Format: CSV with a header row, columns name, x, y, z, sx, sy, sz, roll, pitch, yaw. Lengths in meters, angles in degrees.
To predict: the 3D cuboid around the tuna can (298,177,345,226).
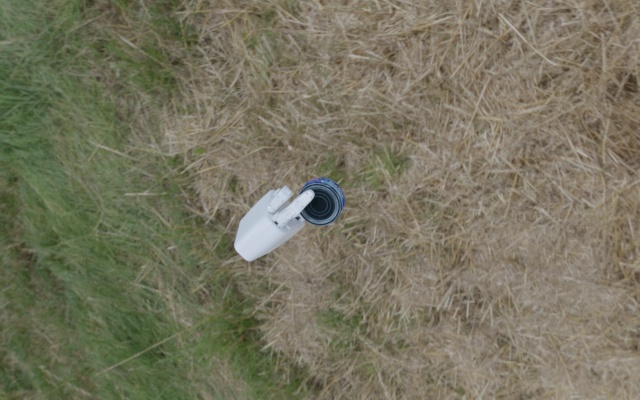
name,x,y,z,sx,sy,sz,roll,pitch,yaw
tuna can,0.000,0.003,0.878,0.086,0.086,0.033,0,19,14
